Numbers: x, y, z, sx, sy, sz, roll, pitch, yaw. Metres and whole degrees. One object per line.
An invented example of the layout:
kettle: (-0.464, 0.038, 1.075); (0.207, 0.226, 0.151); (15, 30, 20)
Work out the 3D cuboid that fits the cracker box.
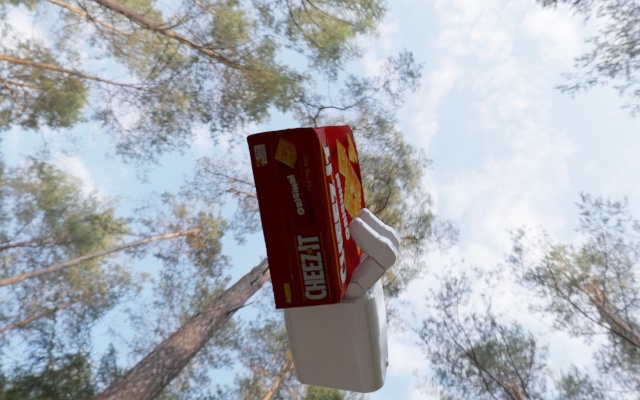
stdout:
cracker box: (0.000, 0.002, 0.524); (0.072, 0.164, 0.213); (-7, 8, 13)
